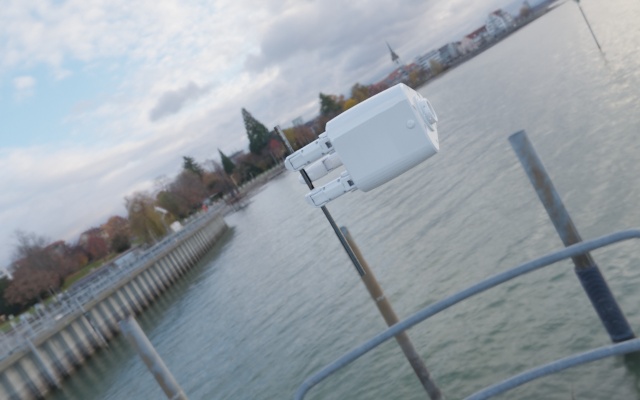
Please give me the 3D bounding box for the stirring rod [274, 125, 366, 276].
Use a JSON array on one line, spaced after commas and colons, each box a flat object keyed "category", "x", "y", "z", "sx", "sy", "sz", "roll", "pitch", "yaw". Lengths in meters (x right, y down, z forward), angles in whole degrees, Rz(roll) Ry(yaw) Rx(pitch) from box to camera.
[{"category": "stirring rod", "x": 0.000, "y": 0.002, "z": 0.663, "sx": 0.011, "sy": 0.239, "sz": 0.011, "roll": -30, "pitch": 7, "yaw": 4}]
